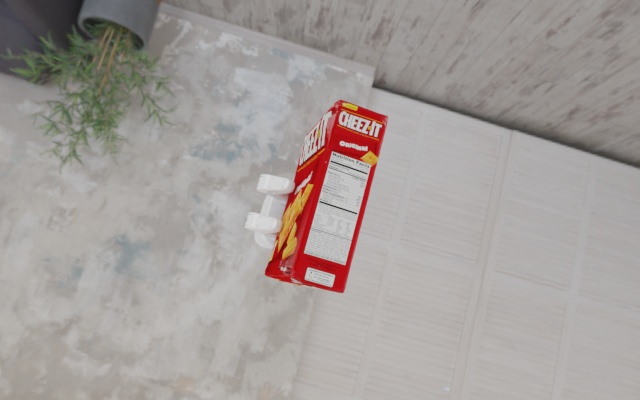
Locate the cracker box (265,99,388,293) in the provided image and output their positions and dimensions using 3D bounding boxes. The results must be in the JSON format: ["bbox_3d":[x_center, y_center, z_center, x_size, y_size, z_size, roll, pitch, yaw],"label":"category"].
[{"bbox_3d":[0.000,0.002,0.602,0.072,0.213,0.164,18,-12,-13],"label":"cracker box"}]
